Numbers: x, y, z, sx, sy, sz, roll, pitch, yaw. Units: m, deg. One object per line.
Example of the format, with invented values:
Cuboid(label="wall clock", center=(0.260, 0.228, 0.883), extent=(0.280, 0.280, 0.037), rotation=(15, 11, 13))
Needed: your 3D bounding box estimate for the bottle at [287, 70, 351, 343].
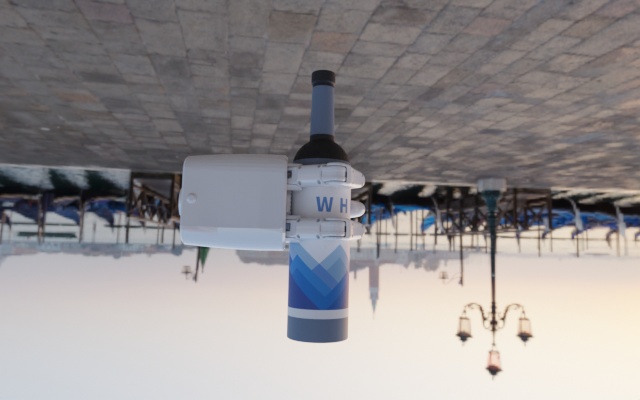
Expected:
Cuboid(label="bottle", center=(0.000, 0.002, 0.531), extent=(0.069, 0.295, 0.069), rotation=(1, -6, 0))
